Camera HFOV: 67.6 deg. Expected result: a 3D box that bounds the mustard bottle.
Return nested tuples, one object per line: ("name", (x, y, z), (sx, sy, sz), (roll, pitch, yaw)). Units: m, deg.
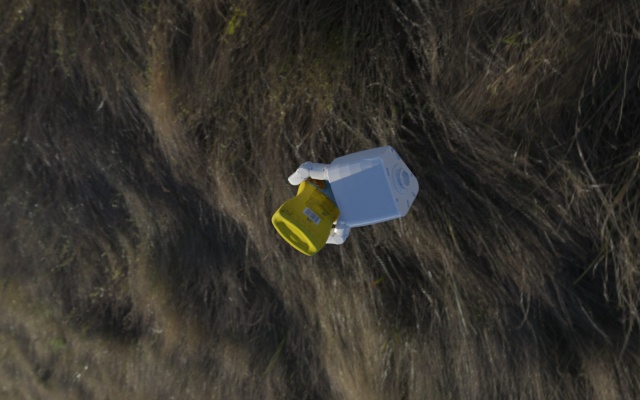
("mustard bottle", (0.000, 0.003, 0.846), (0.058, 0.096, 0.191), (-45, 5, 47))
